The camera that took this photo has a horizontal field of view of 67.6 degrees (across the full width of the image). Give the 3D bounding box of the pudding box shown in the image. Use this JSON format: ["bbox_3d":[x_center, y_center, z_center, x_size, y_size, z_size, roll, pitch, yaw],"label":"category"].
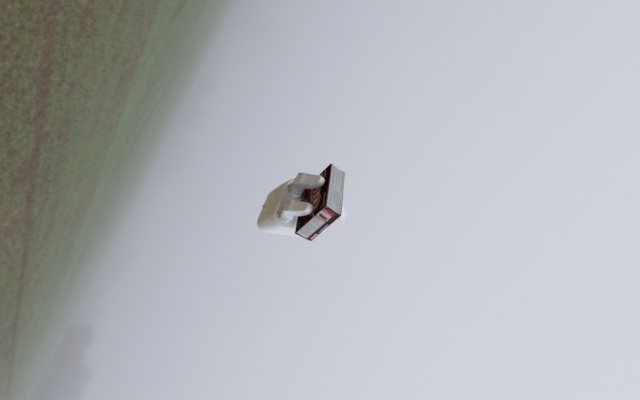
[{"bbox_3d":[0.000,0.003,0.832,0.039,0.113,0.090,29,-50,-22],"label":"pudding box"}]
